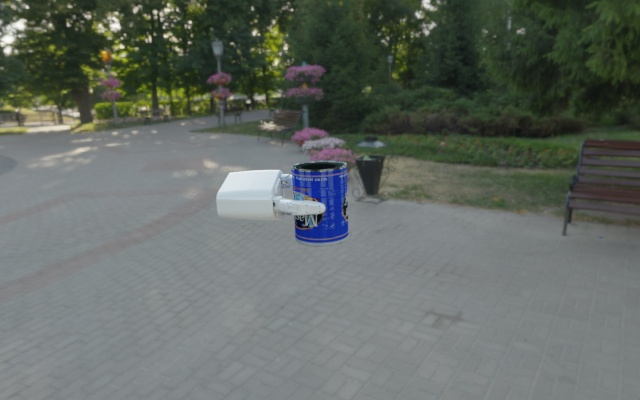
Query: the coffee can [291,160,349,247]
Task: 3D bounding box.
[{"bbox_3d":[0.000,0.003,0.887,0.103,0.140,0.102,-2,14,1],"label":"coffee can"}]
